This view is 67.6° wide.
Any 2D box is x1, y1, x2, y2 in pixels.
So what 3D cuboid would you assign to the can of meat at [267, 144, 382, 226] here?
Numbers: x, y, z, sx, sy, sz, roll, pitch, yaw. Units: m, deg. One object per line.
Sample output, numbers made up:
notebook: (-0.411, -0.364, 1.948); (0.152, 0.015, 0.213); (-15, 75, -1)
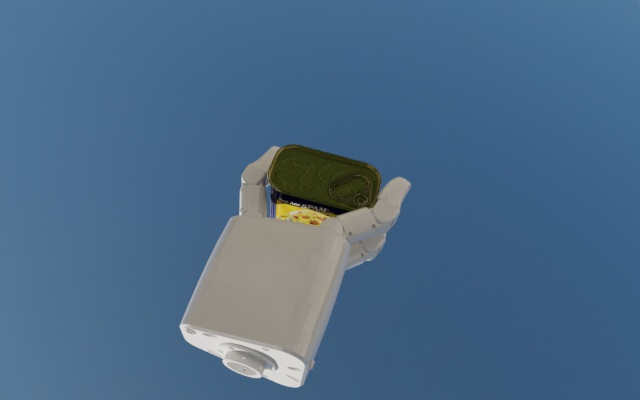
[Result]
can of meat: (0.000, 0.002, 0.467); (0.102, 0.057, 0.084); (15, -35, 3)
